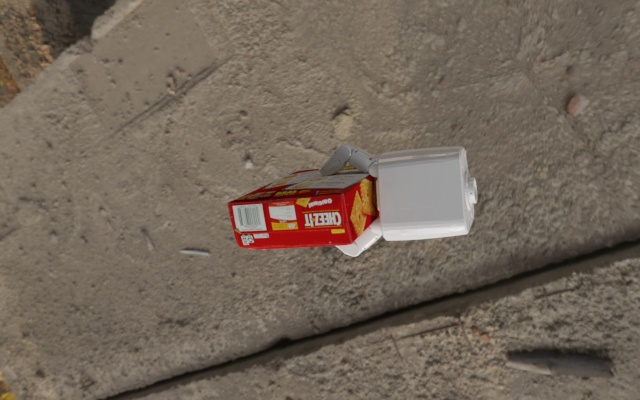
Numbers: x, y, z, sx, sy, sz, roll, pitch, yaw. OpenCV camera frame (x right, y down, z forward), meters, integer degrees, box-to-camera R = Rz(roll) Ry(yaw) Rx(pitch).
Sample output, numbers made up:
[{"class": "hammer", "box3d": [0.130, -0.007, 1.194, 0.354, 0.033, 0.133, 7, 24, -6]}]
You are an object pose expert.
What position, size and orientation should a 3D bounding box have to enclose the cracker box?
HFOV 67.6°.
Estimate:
[{"class": "cracker box", "box3d": [0.000, 0.002, 0.671, 0.164, 0.072, 0.213, -5, 12, 25]}]
